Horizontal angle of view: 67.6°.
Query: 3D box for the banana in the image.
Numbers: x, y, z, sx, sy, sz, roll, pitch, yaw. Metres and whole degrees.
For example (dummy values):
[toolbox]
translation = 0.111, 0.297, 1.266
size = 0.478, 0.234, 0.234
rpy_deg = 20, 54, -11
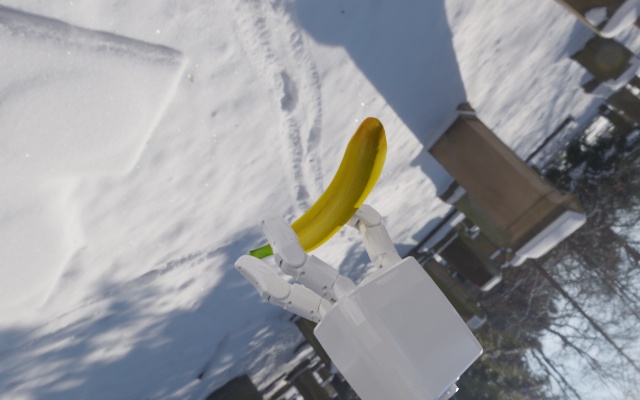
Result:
[banana]
translation = 0.010, 0.001, 0.438
size = 0.069, 0.037, 0.198
rpy_deg = -12, -30, -50
